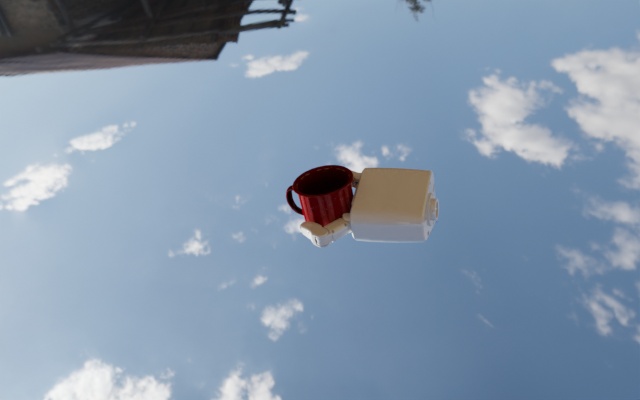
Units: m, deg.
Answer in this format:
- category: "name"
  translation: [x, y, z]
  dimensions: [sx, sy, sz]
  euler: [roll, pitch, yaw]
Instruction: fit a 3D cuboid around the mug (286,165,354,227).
- category: "mug"
  translation: [-0.001, 0.003, 0.740]
  dimensions: [0.117, 0.081, 0.093]
  euler: [2, 34, 24]
